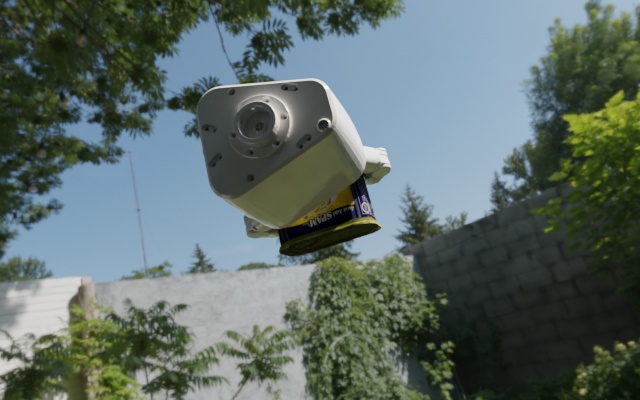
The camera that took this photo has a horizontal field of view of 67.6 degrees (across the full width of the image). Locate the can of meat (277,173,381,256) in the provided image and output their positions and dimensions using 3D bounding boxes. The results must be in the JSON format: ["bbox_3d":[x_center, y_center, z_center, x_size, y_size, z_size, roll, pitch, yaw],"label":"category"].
[{"bbox_3d":[0.000,0.001,0.485,0.102,0.084,0.057,-19,-17,14],"label":"can of meat"}]
